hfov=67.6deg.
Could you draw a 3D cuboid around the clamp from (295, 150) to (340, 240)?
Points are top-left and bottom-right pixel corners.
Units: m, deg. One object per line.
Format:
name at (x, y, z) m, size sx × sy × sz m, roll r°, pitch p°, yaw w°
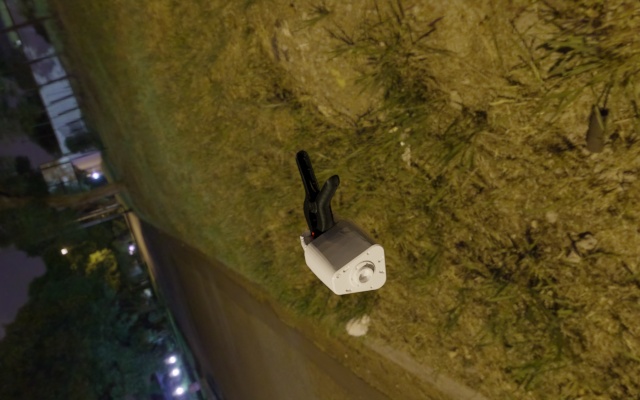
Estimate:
clamp at (0.000, 0.003, 0.860) m, size 0.039 × 0.171 × 0.120 m, roll -20°, pitch 29°, yaw -20°
